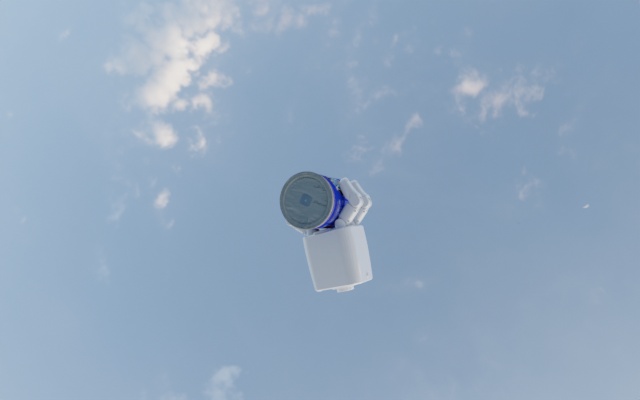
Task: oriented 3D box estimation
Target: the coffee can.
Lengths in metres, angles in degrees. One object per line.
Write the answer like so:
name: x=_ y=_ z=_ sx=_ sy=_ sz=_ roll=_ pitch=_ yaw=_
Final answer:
coffee can: x=0.000 y=0.003 z=0.900 sx=0.103 sy=0.103 sz=0.140 roll=0 pitch=-3 yaw=23
